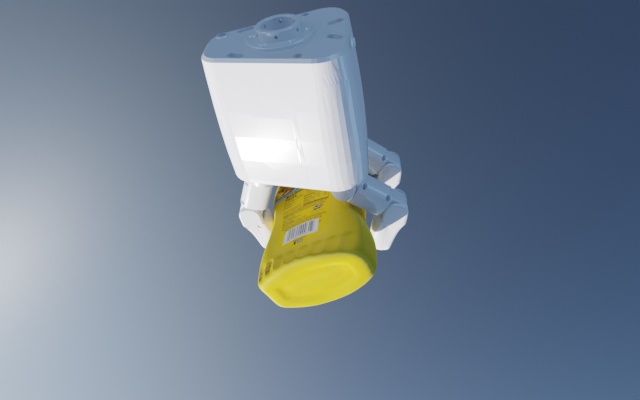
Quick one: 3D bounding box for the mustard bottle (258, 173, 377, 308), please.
[{"bbox_3d":[0.000,0.002,0.440,0.096,0.191,0.058,-25,-54,23],"label":"mustard bottle"}]
